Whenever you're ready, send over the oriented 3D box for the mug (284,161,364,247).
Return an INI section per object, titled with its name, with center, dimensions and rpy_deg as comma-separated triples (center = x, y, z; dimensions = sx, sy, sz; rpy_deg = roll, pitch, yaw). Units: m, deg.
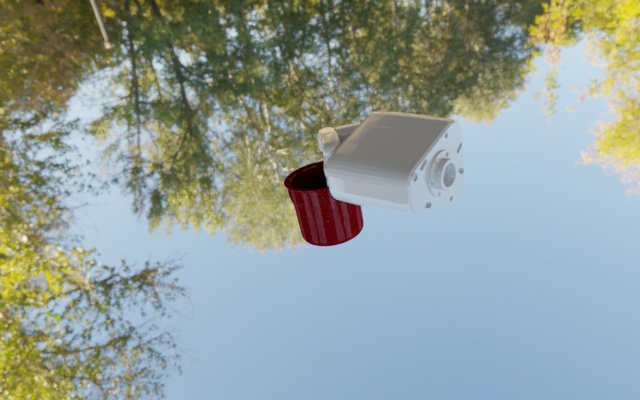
[mug]
center = -0.001, 0.002, 0.605
dimensions = 0.117, 0.081, 0.093
rpy_deg = 13, 35, 44
